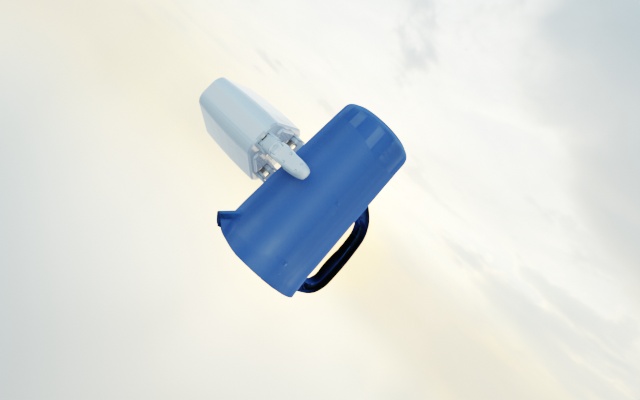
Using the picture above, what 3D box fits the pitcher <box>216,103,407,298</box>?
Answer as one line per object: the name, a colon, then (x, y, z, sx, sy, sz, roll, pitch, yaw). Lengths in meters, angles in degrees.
pitcher: (0.000, 0.002, 0.621, 0.145, 0.243, 0.149, 43, -2, 15)
